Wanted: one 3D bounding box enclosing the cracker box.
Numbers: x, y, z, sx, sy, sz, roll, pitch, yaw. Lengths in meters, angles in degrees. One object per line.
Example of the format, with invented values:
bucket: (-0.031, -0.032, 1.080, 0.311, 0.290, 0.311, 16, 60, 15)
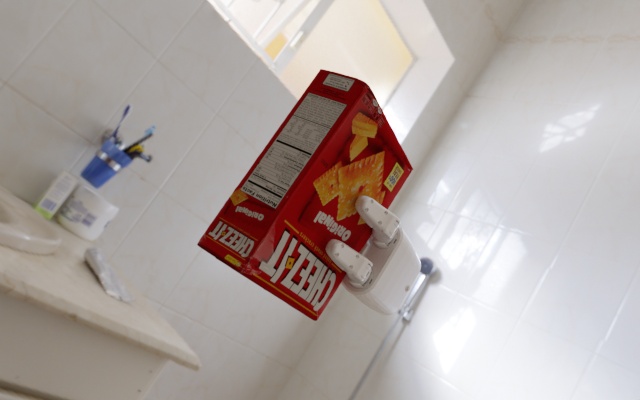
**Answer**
cracker box: (0.000, 0.001, 0.500, 0.072, 0.213, 0.164, 25, -14, 35)
